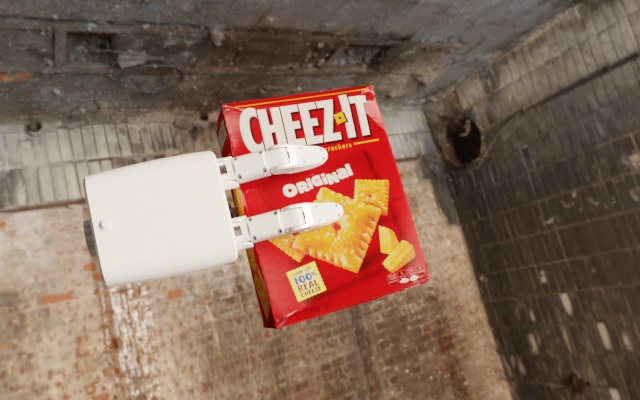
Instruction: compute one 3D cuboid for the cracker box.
[{"bbox_3d":[0.000,0.002,0.480,0.164,0.213,0.072,-12,-9,-20],"label":"cracker box"}]
